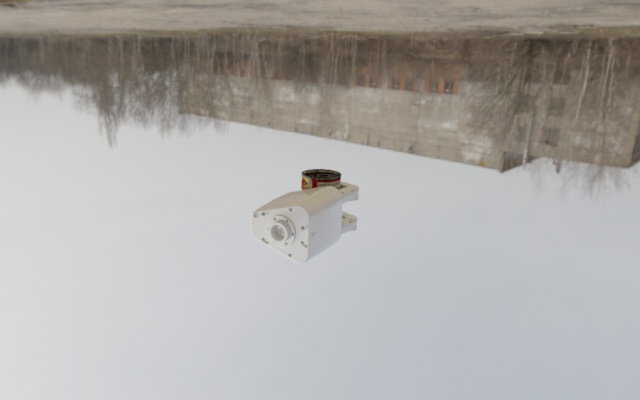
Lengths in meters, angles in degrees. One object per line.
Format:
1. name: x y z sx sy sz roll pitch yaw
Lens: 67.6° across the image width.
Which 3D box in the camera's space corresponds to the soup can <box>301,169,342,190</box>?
1. soup can: 0.000 0.003 0.820 0.068 0.102 0.068 2 17 -1
